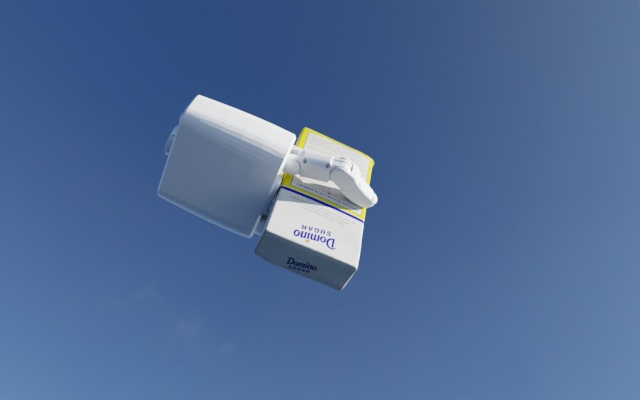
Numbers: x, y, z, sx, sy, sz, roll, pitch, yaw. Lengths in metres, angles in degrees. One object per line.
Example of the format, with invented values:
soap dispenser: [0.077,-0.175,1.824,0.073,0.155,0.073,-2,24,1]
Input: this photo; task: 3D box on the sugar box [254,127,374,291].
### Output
sugar box: [0.000,0.002,0.499,0.093,0.176,0.048,24,-47,-7]
